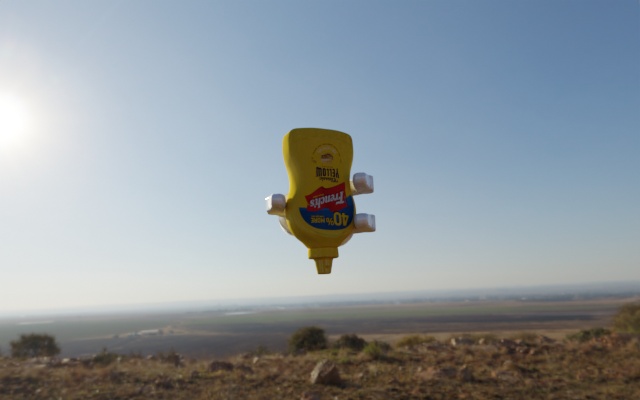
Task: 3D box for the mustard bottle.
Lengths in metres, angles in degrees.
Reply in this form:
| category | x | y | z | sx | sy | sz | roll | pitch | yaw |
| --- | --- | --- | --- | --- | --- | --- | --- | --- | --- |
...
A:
| category | x | y | z | sx | sy | sz | roll | pitch | yaw |
| --- | --- | --- | --- | --- | --- | --- | --- | --- | --- |
| mustard bottle | 0.000 | 0.002 | 0.639 | 0.096 | 0.191 | 0.058 | 3 | -12 | -26 |
